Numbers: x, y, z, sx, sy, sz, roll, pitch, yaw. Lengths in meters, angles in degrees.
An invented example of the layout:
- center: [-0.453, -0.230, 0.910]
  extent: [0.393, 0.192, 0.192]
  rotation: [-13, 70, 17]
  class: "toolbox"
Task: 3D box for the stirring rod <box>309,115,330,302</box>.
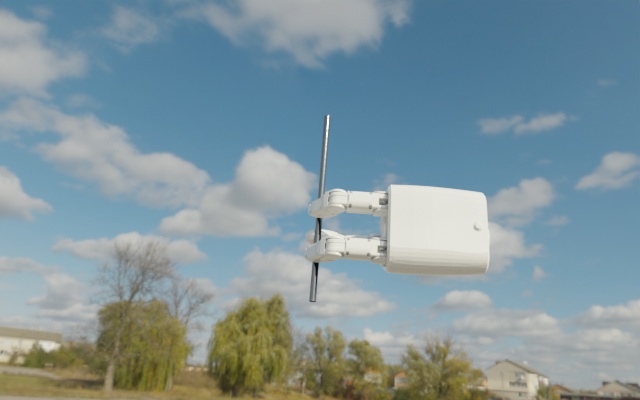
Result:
- center: [0.000, 0.002, 0.579]
  extent: [0.011, 0.239, 0.011]
  rotation: [4, -22, 2]
  class: "stirring rod"
